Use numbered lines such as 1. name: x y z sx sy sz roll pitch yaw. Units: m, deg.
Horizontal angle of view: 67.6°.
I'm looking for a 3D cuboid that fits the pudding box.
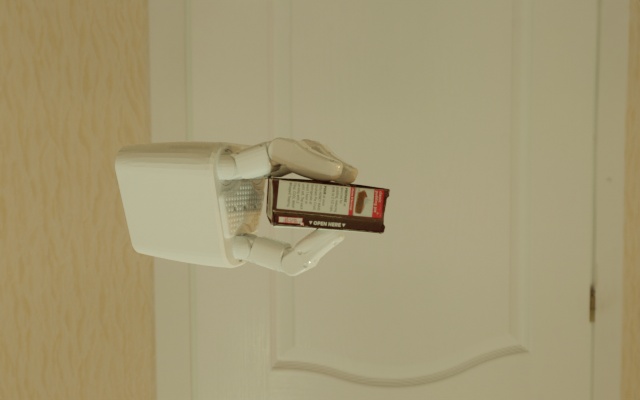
1. pudding box: 0.000 0.001 0.405 0.090 0.039 0.113 4 4 -8
